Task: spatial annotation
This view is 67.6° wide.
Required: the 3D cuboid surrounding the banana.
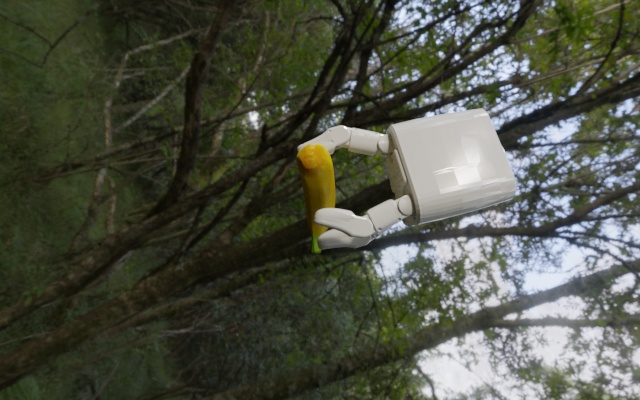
[{"bbox_3d":[-0.002,-0.013,0.513,0.037,0.069,0.198,-7,-30,0],"label":"banana"}]
